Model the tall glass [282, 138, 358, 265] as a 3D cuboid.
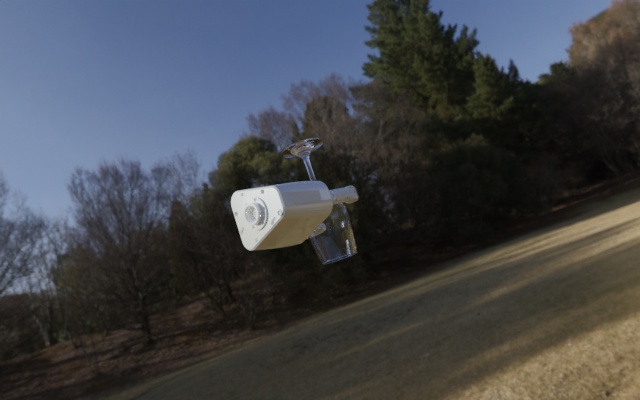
[{"bbox_3d":[0.000,0.002,0.794,0.079,0.201,0.079,-18,-11,-4],"label":"tall glass"}]
